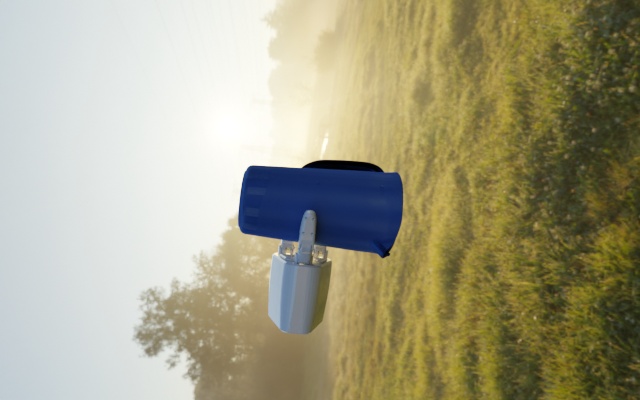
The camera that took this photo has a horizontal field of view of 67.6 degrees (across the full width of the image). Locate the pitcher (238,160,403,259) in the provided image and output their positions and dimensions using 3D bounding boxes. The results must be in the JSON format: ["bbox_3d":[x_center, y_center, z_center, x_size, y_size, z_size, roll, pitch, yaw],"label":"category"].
[{"bbox_3d":[0.000,0.003,0.750,0.243,0.145,0.149,6,4,-4],"label":"pitcher"}]
